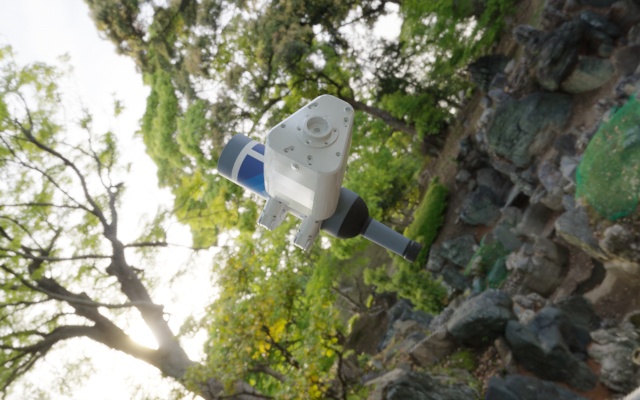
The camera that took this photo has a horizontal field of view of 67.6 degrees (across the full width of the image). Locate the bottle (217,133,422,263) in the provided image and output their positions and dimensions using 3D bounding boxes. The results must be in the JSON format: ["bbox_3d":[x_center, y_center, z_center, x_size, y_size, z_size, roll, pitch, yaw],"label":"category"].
[{"bbox_3d":[0.000,0.002,0.653,0.295,0.069,0.069,28,5,10],"label":"bottle"}]
